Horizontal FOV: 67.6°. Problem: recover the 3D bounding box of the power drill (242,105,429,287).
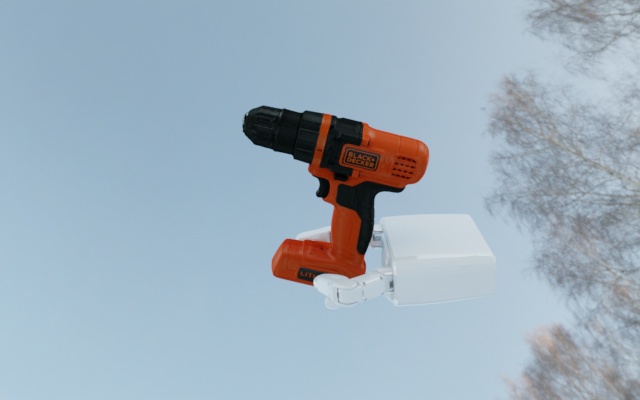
[{"bbox_3d":[0.000,0.002,0.498,0.184,0.188,0.057,14,31,-1],"label":"power drill"}]
